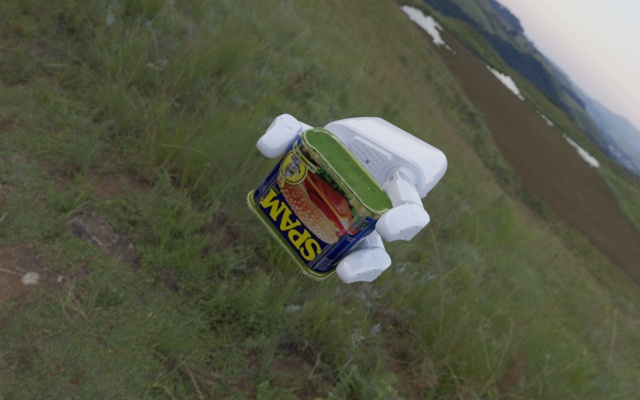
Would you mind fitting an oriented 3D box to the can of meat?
[{"bbox_3d":[0.000,0.001,0.406,0.084,0.102,0.057,-48,-14,28],"label":"can of meat"}]
